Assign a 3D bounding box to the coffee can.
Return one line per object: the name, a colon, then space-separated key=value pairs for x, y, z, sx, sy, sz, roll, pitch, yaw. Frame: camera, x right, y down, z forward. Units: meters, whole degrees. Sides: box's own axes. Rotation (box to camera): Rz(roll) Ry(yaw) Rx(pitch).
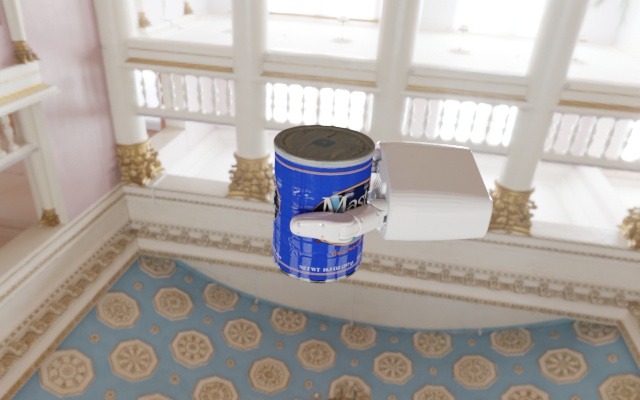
coffee can: x=0.000 y=0.002 z=0.512 sx=0.103 sy=0.140 sz=0.102 roll=3 pitch=28 yaw=-2
